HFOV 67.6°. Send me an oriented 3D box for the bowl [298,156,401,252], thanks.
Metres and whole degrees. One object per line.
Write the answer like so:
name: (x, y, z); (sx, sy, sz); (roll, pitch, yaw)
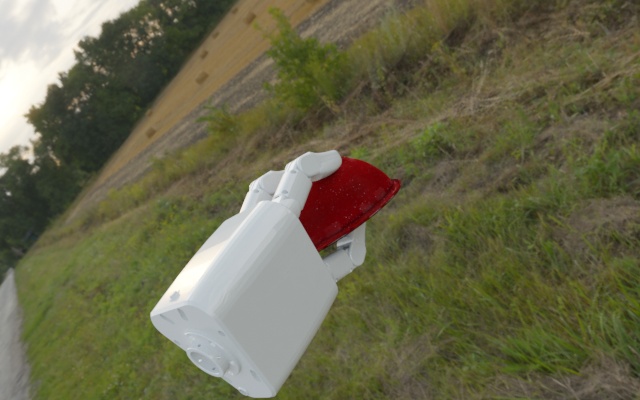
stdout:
bowl: (0.000, 0.001, 0.492); (0.162, 0.055, 0.162); (-32, 7, 5)
